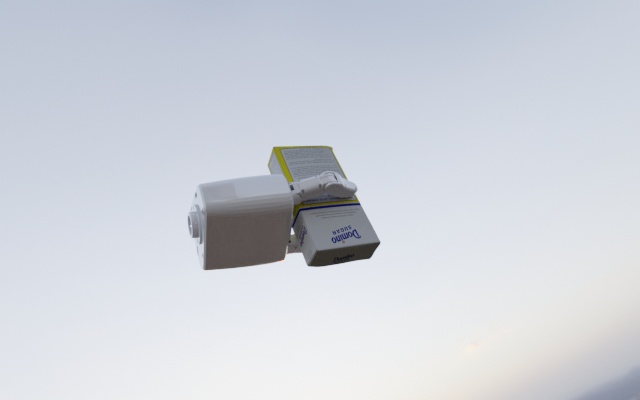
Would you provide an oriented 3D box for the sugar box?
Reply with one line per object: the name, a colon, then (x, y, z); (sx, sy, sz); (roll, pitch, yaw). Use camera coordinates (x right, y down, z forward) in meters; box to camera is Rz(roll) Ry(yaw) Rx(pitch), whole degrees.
sugar box: (0.000, 0.002, 0.633); (0.093, 0.176, 0.048); (-4, -36, -26)
